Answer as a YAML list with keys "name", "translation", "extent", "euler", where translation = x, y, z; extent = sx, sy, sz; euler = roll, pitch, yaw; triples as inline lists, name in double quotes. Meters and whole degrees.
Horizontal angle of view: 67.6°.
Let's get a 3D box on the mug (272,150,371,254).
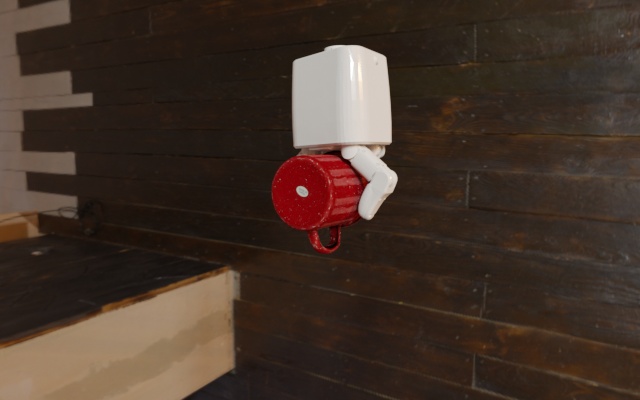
- name: "mug"
  translation: [0.000, 0.003, 0.537]
  extent: [0.093, 0.117, 0.081]
  euler: [-2, 4, 32]
